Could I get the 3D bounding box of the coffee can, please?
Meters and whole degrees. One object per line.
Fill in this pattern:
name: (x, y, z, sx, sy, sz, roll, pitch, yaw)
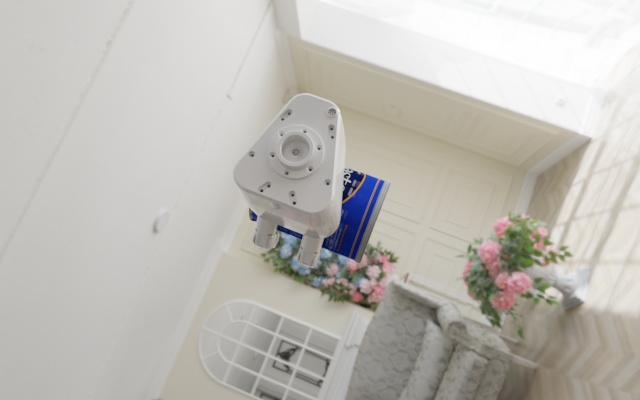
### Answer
coffee can: (0.000, 0.002, 0.570, 0.140, 0.103, 0.103, 21, 3, 7)
